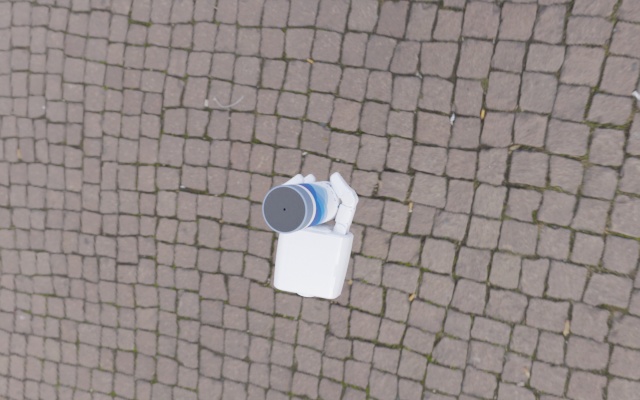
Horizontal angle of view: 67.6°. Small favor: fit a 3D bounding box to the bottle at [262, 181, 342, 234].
[{"bbox_3d":[0.000,0.002,0.780,0.069,0.069,0.295,0,4,19],"label":"bottle"}]
